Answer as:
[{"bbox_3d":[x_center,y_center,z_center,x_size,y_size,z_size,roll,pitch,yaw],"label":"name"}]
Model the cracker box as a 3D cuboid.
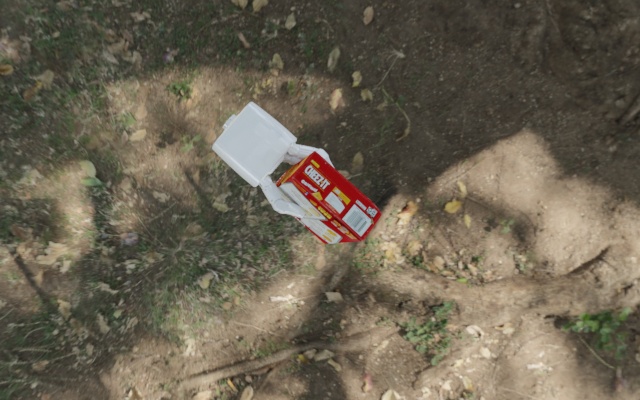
[{"bbox_3d":[0.000,0.003,0.896,0.164,0.072,0.214,42,-16,-9],"label":"cracker box"}]
